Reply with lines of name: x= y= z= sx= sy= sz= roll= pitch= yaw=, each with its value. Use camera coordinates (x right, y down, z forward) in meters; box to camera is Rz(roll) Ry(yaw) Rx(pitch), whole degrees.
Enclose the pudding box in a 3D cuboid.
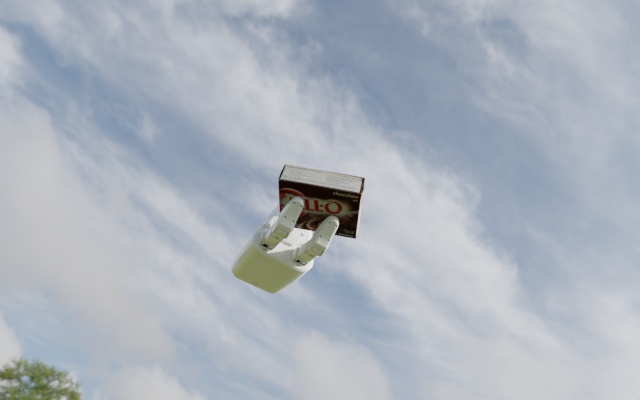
pudding box: x=0.000 y=0.002 z=0.651 sx=0.113 sy=0.039 sz=0.090 roll=8 pitch=-43 yaw=6
